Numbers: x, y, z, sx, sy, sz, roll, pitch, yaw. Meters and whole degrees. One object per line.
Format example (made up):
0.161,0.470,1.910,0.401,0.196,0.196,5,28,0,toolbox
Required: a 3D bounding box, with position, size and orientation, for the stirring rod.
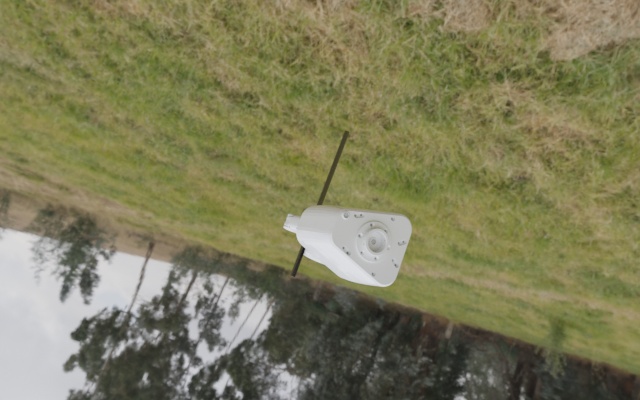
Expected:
0.000,0.002,0.733,0.011,0.239,0.011,20,-9,3,stirring rod
